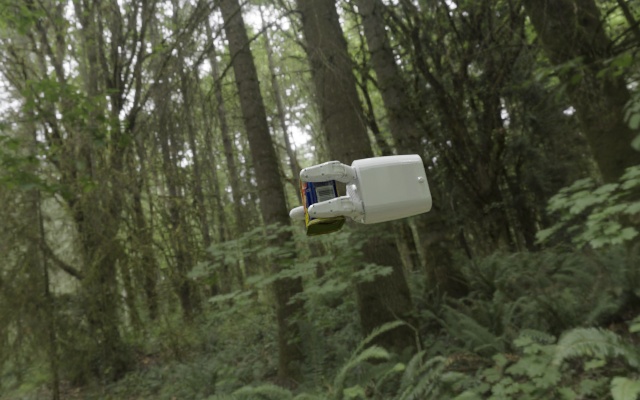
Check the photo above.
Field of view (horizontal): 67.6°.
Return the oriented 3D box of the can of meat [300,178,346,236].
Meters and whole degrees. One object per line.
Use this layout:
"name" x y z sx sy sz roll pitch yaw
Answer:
"can of meat" 0.000 0.002 0.735 0.057 0.084 0.102 -9 -14 -6
